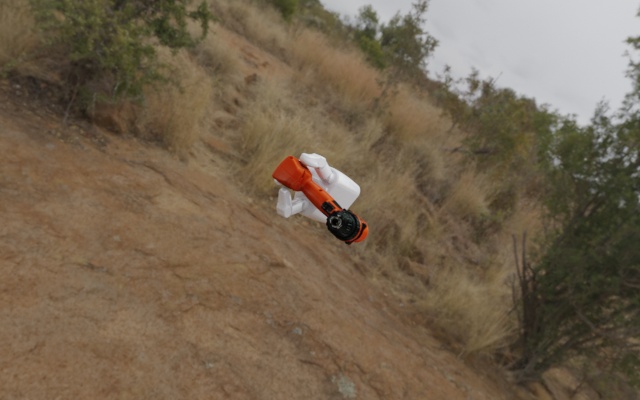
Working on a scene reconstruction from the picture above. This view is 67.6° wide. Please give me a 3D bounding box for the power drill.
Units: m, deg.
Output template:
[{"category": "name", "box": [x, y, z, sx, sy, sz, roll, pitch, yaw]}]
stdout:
[{"category": "power drill", "box": [0.000, 0.002, 0.852, 0.187, 0.057, 0.184, 45, 3, 17]}]
